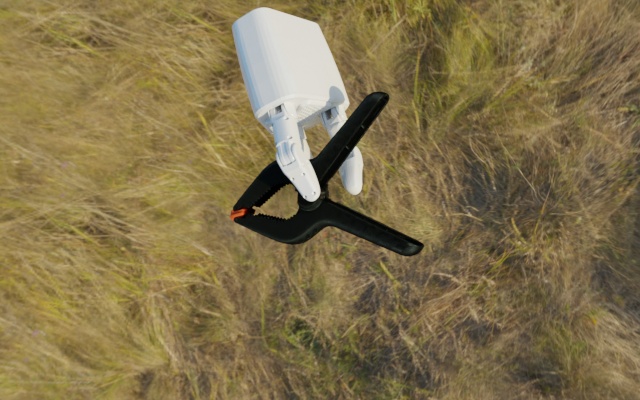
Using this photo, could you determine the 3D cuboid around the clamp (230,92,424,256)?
[{"bbox_3d":[-0.001,0.002,0.499,0.210,0.164,0.036,-22,-11,23],"label":"clamp"}]
